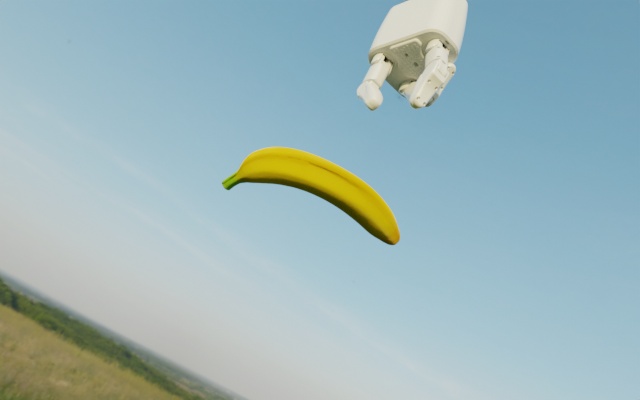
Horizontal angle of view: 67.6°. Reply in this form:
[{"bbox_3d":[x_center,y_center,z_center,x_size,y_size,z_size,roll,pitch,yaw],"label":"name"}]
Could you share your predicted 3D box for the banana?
[{"bbox_3d":[0.003,-0.010,0.489,0.198,0.037,0.070,21,-41,-7],"label":"banana"}]
